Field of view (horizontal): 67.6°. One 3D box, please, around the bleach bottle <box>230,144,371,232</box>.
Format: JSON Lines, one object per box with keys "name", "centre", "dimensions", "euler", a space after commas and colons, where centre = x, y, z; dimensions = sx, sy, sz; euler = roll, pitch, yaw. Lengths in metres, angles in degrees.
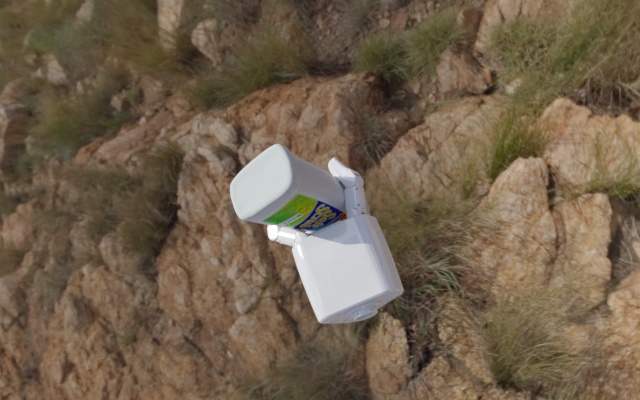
{"name": "bleach bottle", "centre": [0.000, 0.002, 0.655], "dimensions": [0.102, 0.068, 0.251], "euler": [-35, -29, 26]}
